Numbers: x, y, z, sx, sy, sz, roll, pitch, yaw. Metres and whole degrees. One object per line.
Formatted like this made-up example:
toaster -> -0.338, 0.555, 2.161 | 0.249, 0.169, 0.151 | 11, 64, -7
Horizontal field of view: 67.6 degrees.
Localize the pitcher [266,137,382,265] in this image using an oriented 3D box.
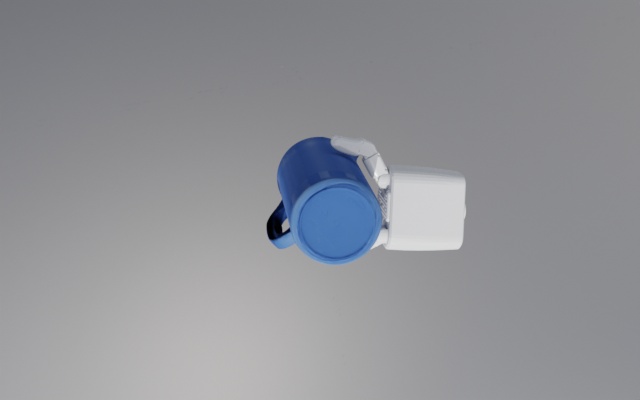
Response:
pitcher -> 0.000, 0.002, 0.658 | 0.145, 0.149, 0.242 | 3, 15, -6
